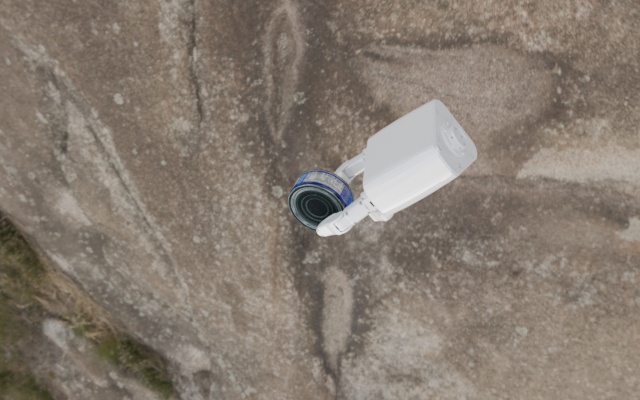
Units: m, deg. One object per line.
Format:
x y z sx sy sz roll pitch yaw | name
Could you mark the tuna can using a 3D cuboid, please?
0.000 0.002 0.643 0.086 0.086 0.033 0 38 26 | tuna can
